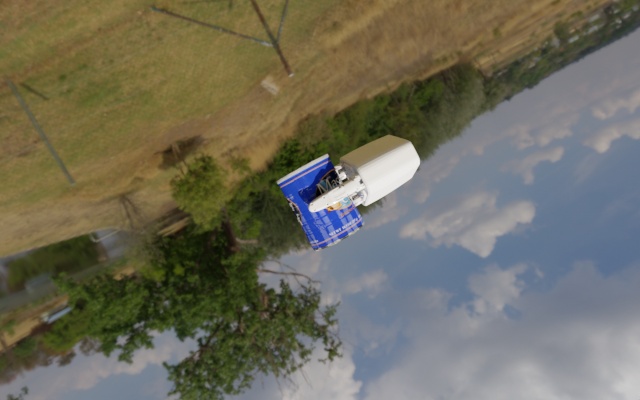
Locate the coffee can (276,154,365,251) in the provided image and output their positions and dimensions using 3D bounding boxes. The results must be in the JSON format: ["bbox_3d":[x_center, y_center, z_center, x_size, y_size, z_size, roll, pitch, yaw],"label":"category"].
[{"bbox_3d":[0.000,0.003,0.840,0.103,0.140,0.103,-28,3,2],"label":"coffee can"}]
